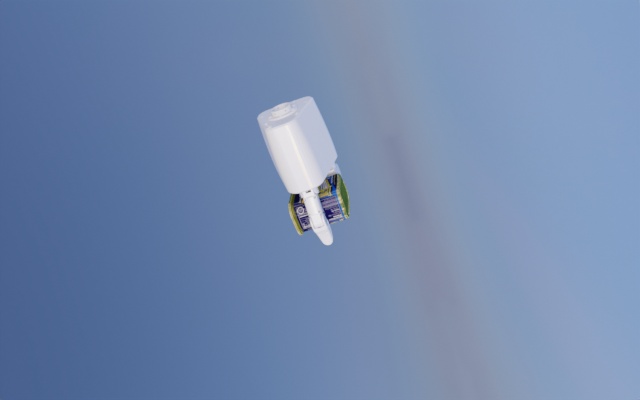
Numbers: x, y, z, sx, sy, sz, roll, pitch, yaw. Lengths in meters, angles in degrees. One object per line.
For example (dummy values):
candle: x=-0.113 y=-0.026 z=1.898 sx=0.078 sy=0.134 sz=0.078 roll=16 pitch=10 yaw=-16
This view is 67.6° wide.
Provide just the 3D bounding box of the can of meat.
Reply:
can of meat: x=0.000 y=0.003 z=0.771 sx=0.084 sy=0.057 sz=0.102 roll=-17 pitch=23 yaw=11
